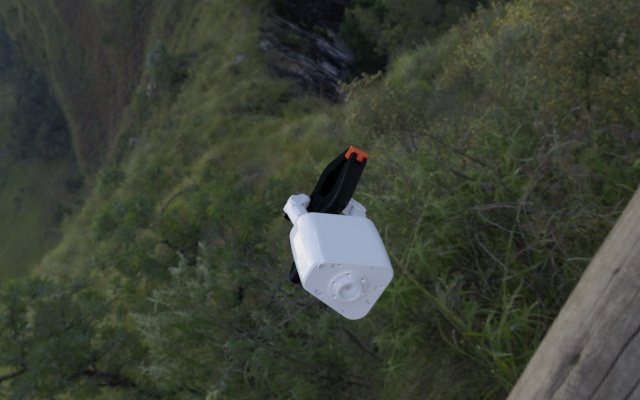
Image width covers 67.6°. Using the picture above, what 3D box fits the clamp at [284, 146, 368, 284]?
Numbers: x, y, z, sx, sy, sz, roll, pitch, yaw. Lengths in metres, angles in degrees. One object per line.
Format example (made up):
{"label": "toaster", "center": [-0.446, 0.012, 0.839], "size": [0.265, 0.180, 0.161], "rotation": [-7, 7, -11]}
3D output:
{"label": "clamp", "center": [0.000, 0.002, 0.729], "size": [0.036, 0.210, 0.164], "rotation": [23, 22, -23]}
